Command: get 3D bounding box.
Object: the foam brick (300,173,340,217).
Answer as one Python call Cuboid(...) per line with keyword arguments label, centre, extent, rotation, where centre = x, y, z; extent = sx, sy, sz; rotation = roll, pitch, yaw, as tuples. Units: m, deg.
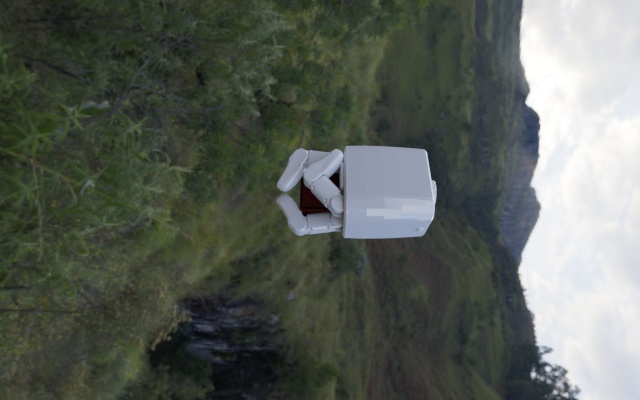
Cuboid(label="foam brick", centre=(0.000, 0.002, 0.649), extent=(0.051, 0.053, 0.078), rotation=(0, -22, 1))
